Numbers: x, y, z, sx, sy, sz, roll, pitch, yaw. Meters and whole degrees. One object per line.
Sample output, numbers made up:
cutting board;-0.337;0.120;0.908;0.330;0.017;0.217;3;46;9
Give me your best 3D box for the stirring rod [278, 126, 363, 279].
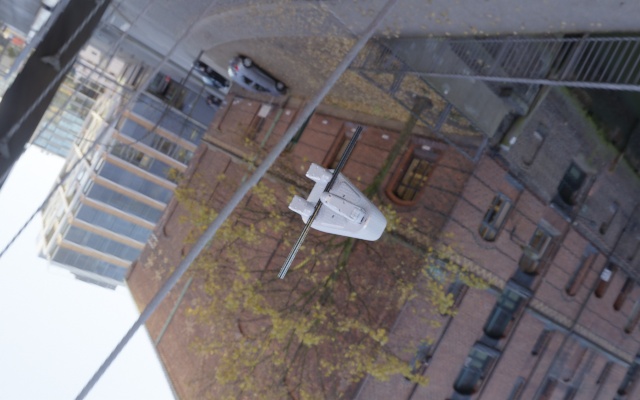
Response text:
stirring rod;0.000;0.002;0.673;0.011;0.239;0.011;28;-1;1
